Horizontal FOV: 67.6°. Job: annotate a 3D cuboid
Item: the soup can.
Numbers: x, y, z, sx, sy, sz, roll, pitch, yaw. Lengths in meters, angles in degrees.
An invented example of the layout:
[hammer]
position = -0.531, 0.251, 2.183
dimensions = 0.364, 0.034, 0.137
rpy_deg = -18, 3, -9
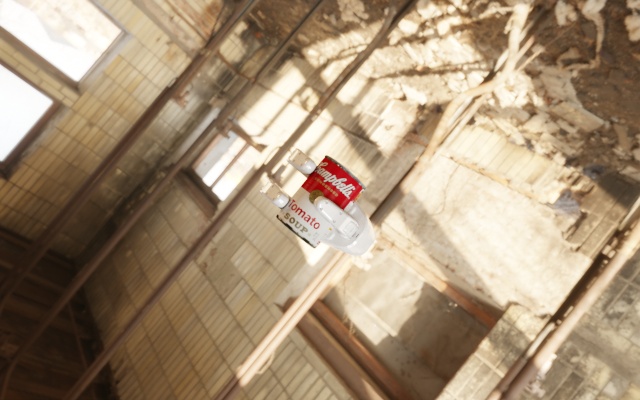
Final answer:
[soup can]
position = 0.000, 0.002, 0.608
dimensions = 0.068, 0.102, 0.068
rpy_deg = 40, -2, 2
